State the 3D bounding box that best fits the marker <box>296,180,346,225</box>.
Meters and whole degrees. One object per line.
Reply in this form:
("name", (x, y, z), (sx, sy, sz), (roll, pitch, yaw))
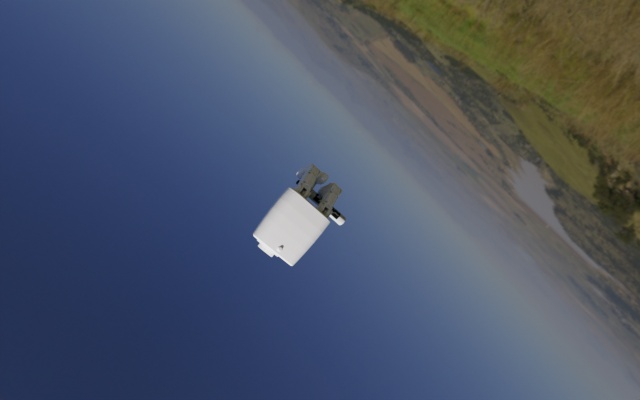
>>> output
("marker", (0.000, 0.003, 0.895), (0.121, 0.020, 0.020), (42, -18, -21))
